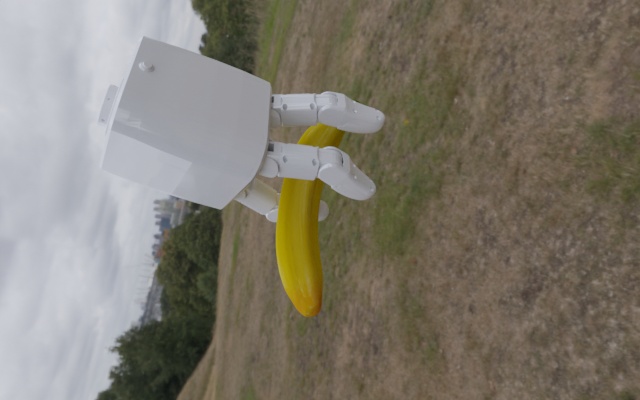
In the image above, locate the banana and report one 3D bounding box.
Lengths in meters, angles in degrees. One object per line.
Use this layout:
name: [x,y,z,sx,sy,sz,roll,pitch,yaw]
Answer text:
banana: [-0.010,0.002,0.416,0.037,0.197,0.069,24,-25,-29]
